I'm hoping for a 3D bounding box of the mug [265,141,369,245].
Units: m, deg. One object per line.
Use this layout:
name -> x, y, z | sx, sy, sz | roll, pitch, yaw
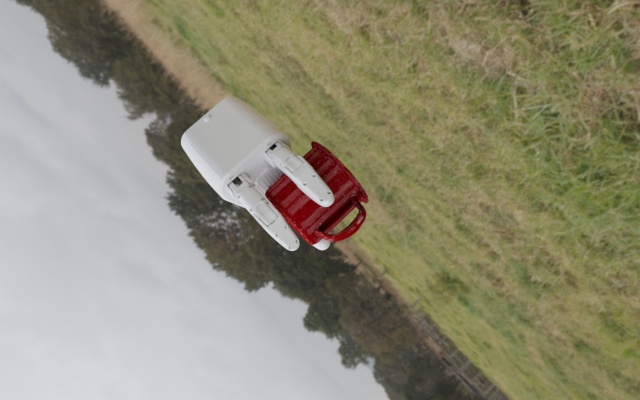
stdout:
mug -> 0.001, 0.003, 0.525 | 0.117, 0.081, 0.093 | 43, -7, 36
